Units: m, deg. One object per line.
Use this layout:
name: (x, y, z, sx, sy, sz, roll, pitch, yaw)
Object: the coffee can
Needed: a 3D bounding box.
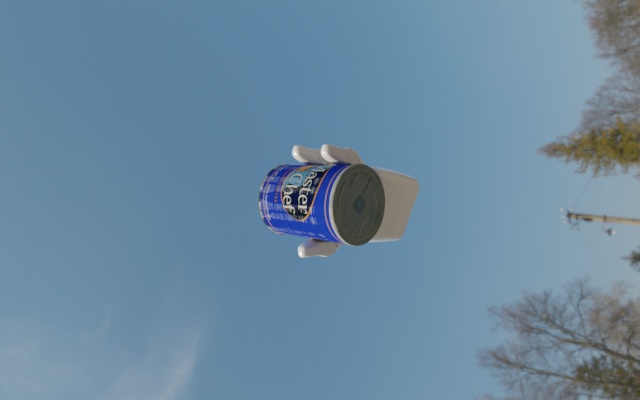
coffee can: (0.000, 0.002, 0.641, 0.140, 0.103, 0.103, 4, 3, 44)
